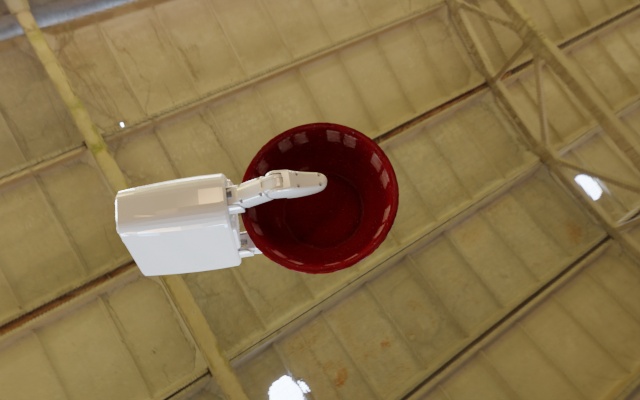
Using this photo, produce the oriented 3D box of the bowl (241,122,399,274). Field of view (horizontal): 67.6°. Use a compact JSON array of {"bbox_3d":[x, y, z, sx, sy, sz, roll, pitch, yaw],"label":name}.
[{"bbox_3d":[0.001,0.002,0.503,0.162,0.162,0.055,0,-19,7],"label":"bowl"}]
